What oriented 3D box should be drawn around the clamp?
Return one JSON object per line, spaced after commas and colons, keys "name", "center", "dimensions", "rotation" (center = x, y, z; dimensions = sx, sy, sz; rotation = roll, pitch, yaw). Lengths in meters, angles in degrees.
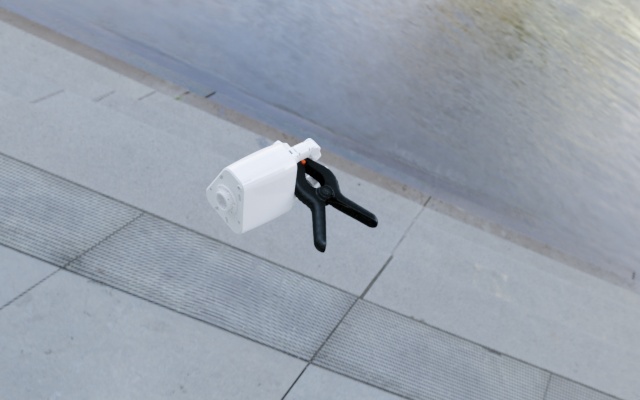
{"name": "clamp", "center": [0.000, 0.002, 0.765], "dimensions": [0.120, 0.171, 0.039], "rotation": [-30, -21, -39]}
